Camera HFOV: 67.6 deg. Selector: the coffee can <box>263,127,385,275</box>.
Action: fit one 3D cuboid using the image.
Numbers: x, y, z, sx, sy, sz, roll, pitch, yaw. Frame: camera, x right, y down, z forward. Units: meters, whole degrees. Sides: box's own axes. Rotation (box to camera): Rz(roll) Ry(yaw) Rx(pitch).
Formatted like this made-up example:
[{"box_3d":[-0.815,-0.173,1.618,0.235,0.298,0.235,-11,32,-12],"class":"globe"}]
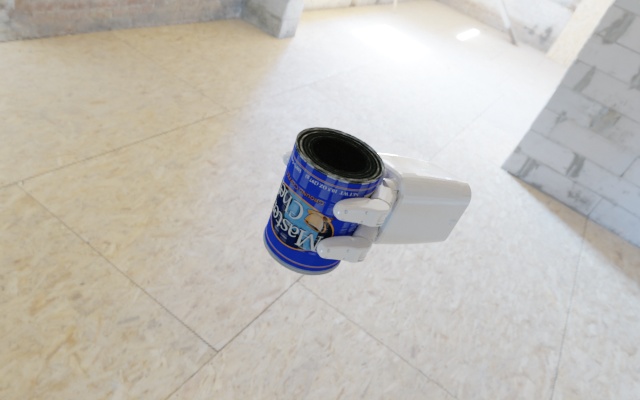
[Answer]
[{"box_3d":[0.000,0.002,0.552,0.103,0.140,0.102,15,35,-11],"class":"coffee can"}]
